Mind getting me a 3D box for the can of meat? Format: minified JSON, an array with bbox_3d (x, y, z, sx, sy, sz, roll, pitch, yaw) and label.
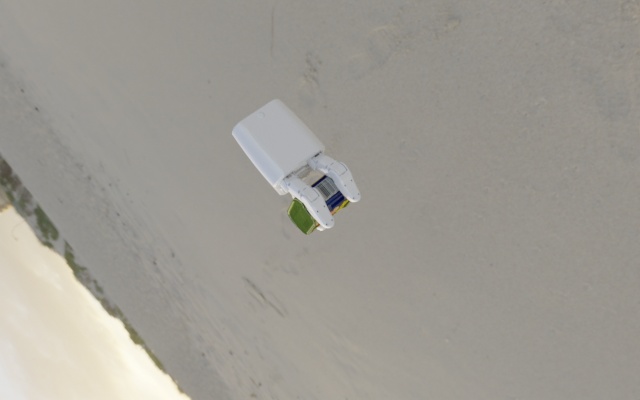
[{"bbox_3d":[0.000,0.003,0.726,0.084,0.057,0.102,-38,-6,-19],"label":"can of meat"}]
